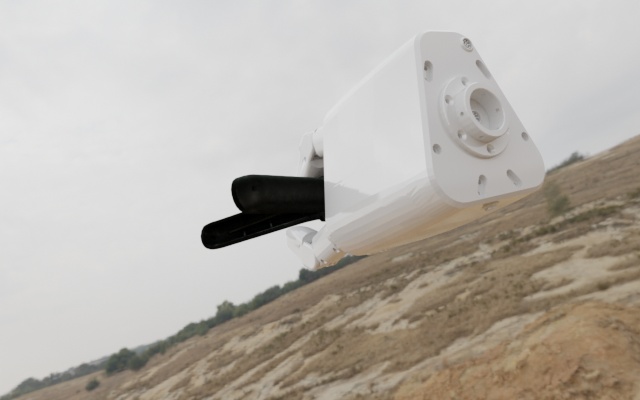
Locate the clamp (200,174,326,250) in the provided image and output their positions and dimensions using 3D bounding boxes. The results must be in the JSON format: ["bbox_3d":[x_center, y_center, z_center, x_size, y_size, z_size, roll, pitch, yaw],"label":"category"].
[{"bbox_3d":[0.000,0.000,0.414,0.210,0.036,0.164,-10,-10,-30],"label":"clamp"}]
